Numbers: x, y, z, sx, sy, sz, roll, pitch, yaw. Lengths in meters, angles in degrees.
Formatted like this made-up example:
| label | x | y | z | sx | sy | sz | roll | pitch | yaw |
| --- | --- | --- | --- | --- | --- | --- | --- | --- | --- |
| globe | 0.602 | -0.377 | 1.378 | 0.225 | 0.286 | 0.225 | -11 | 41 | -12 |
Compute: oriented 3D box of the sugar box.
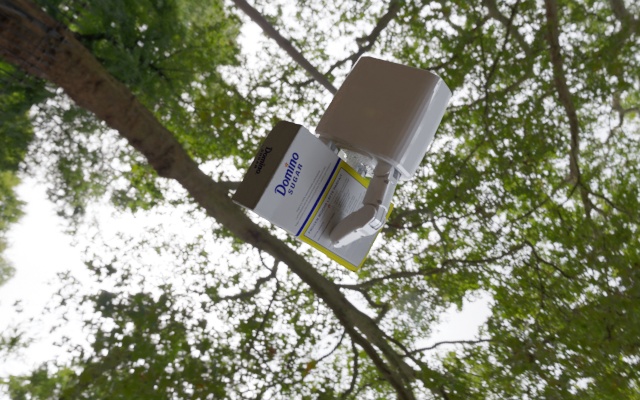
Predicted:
| label | x | y | z | sx | sy | sz | roll | pitch | yaw |
| --- | --- | --- | --- | --- | --- | --- | --- | --- | --- |
| sugar box | 0.000 | 0.001 | 0.498 | 0.048 | 0.093 | 0.176 | 21 | -11 | 48 |
